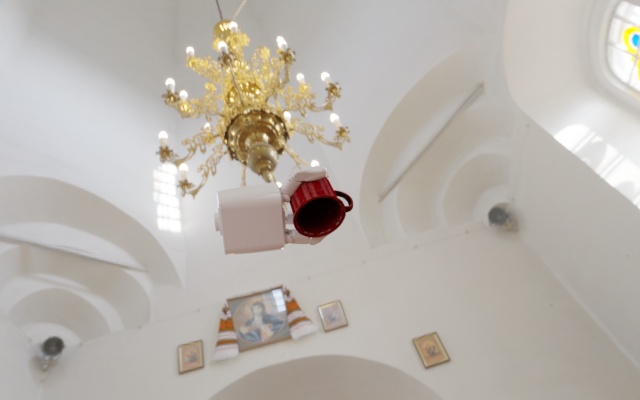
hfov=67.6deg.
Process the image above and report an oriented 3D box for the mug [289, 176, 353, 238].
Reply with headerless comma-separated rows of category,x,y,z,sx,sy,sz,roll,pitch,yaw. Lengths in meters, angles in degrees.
mug,0.001,0.002,0.839,0.117,0.093,0.081,-6,39,-15
